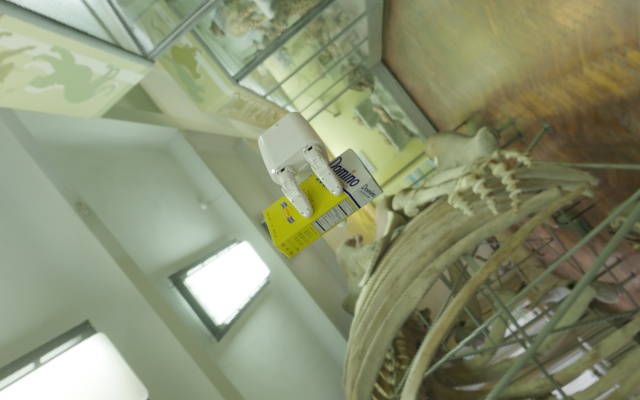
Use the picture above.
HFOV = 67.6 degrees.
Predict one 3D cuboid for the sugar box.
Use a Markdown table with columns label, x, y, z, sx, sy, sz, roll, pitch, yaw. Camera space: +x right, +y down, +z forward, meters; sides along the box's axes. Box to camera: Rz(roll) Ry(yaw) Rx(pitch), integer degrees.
| label | x | y | z | sx | sy | sz | roll | pitch | yaw |
| --- | --- | --- | --- | --- | --- | --- | --- | --- | --- |
| sugar box | 0.000 | 0.002 | 0.732 | 0.048 | 0.176 | 0.093 | 45 | 10 | -40 |
